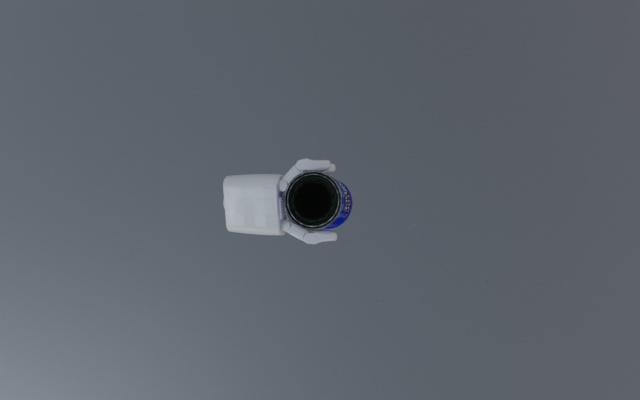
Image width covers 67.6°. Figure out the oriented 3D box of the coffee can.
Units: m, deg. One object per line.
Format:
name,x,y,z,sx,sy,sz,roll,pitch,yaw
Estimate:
coffee can,0.000,0.003,0.874,0.103,0.103,0.140,0,-3,11
